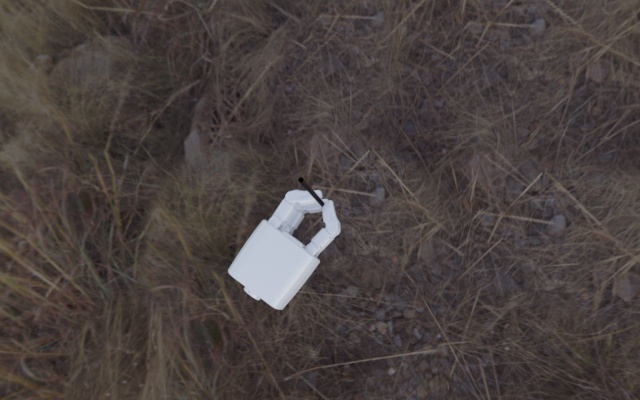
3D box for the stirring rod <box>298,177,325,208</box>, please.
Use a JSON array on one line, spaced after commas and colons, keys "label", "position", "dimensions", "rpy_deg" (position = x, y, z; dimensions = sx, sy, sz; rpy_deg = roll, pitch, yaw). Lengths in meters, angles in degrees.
[{"label": "stirring rod", "position": [0.000, 0.003, 0.790], "dimensions": [0.011, 0.011, 0.239], "rpy_deg": [0, -15, 14]}]
